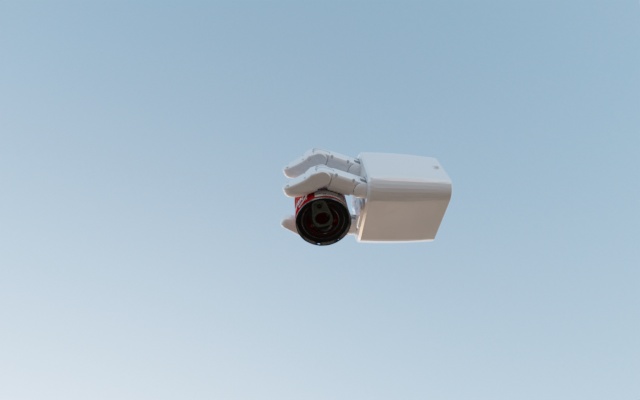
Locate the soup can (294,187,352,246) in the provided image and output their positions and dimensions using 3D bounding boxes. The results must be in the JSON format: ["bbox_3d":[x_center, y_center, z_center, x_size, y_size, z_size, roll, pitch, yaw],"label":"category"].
[{"bbox_3d":[0.000,0.002,0.615,0.068,0.068,0.102,0,29,-5],"label":"soup can"}]
